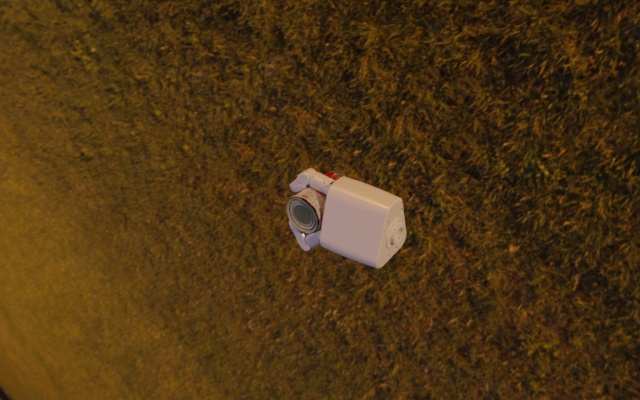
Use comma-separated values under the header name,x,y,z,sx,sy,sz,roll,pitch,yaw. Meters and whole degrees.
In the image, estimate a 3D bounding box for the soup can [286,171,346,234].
name,x,y,z,sx,sy,sz,roll,pitch,yaw
soup can,0.000,0.002,0.794,0.068,0.068,0.102,0,27,42
